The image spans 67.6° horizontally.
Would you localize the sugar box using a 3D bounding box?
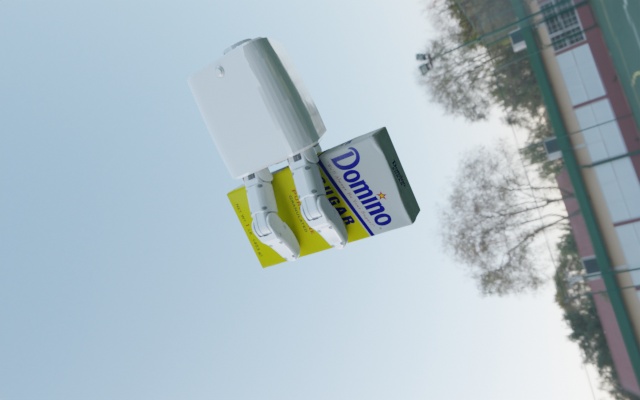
[{"bbox_3d":[0.000,0.002,0.481,0.176,0.093,0.048,-20,11,29],"label":"sugar box"}]
